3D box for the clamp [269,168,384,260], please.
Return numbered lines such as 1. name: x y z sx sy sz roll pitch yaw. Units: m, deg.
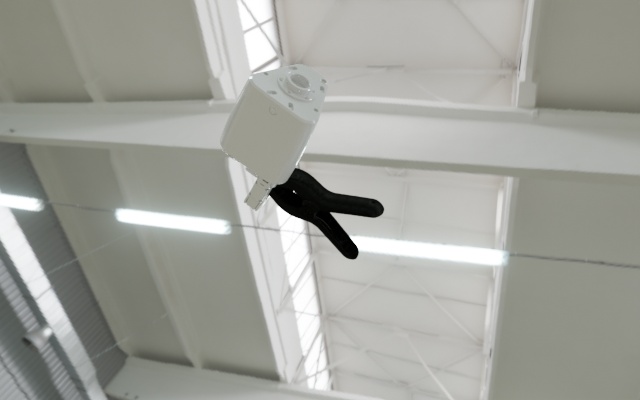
1. clamp: 0.000 0.002 0.622 0.171 0.039 0.120 34 -45 -1
